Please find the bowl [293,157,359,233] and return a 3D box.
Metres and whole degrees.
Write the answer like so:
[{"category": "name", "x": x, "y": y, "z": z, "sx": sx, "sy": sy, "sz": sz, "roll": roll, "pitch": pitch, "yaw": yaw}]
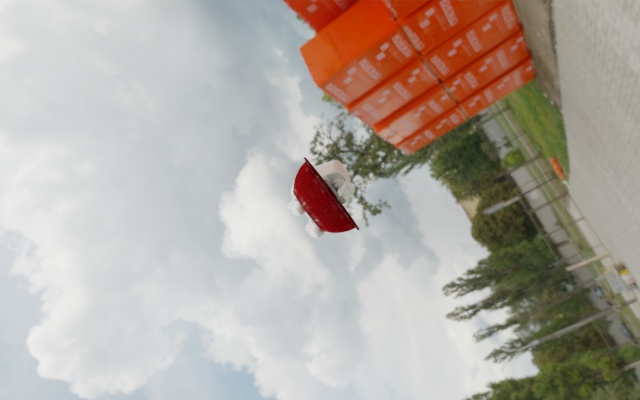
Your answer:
[{"category": "bowl", "x": 0.000, "y": 0.003, "z": 0.846, "sx": 0.055, "sy": 0.162, "sz": 0.162, "roll": -37, "pitch": -2, "yaw": 3}]
